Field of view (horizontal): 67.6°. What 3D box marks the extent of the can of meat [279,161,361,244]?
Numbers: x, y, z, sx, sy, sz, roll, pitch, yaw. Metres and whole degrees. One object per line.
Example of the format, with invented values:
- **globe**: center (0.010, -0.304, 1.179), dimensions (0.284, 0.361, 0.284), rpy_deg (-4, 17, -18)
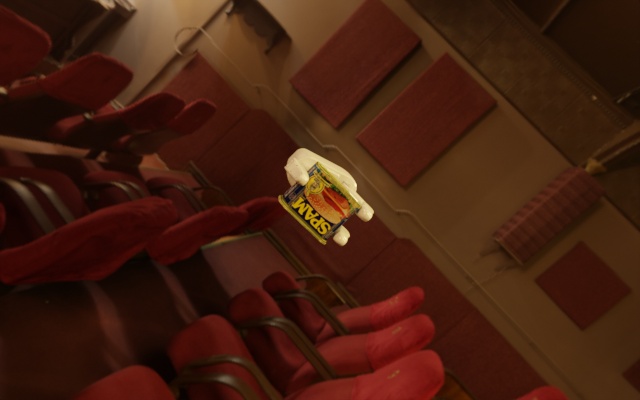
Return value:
- **can of meat**: center (0.000, 0.002, 0.741), dimensions (0.102, 0.084, 0.057), rpy_deg (45, 6, -12)
